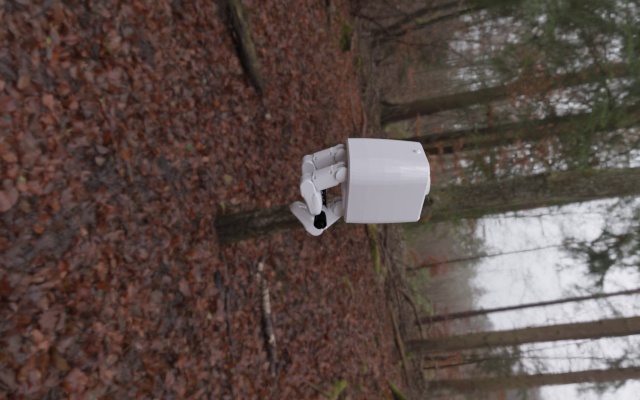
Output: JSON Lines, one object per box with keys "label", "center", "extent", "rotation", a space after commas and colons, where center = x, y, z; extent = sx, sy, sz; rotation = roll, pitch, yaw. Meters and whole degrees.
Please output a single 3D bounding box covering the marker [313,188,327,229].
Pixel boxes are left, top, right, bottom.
{"label": "marker", "center": [0.000, 0.002, 0.694], "extent": [0.020, 0.020, 0.121], "rotation": [0, 33, 0]}
